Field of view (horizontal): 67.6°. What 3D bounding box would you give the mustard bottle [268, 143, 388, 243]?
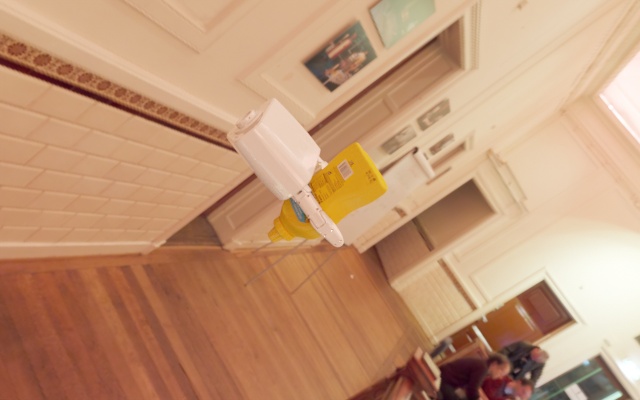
[{"bbox_3d":[0.001,0.002,0.709,0.191,0.096,0.058,-36,-42,11],"label":"mustard bottle"}]
